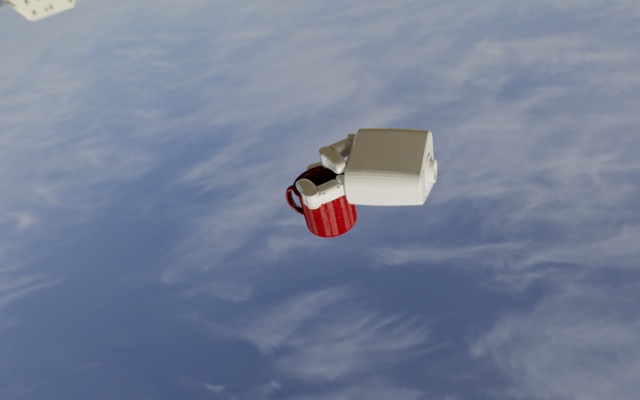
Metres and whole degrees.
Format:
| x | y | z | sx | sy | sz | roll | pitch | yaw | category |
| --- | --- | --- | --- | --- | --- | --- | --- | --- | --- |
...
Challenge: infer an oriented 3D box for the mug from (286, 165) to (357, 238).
| x | y | z | sx | sy | sz | roll | pitch | yaw | category |
| --- | --- | --- | --- | --- | --- | --- | --- | --- | --- |
| -0.001 | 0.003 | 0.743 | 0.117 | 0.082 | 0.093 | 3 | 38 | 23 | mug |
